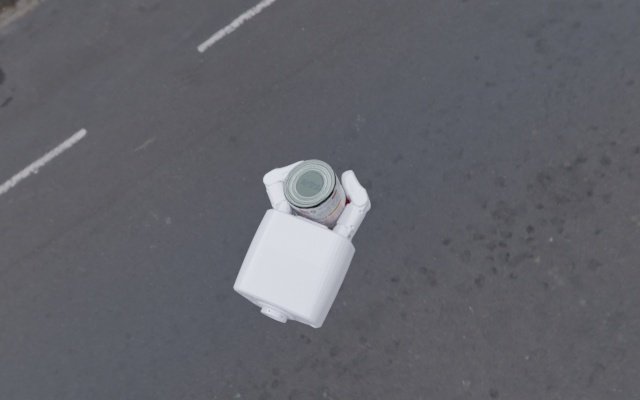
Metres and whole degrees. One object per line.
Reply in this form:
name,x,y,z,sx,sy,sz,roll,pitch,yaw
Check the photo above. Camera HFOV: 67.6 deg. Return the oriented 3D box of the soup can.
soup can,0.000,0.001,0.607,0.068,0.068,0.102,0,-27,19
